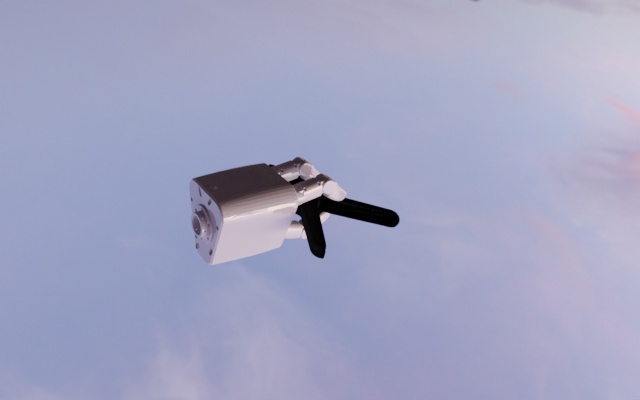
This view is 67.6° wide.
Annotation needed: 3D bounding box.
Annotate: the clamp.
[{"bbox_3d":[-0.001,0.003,0.691,0.164,0.036,0.210,-11,36,-38],"label":"clamp"}]
